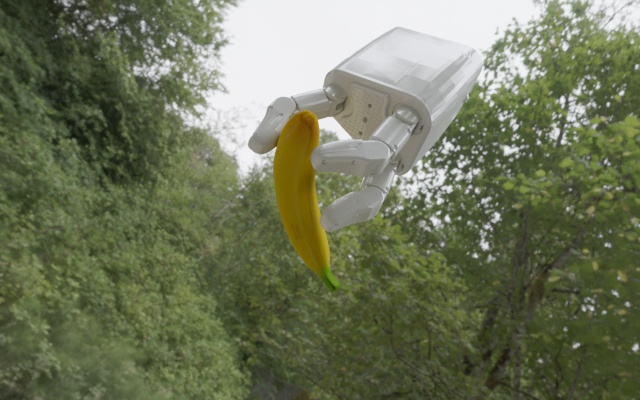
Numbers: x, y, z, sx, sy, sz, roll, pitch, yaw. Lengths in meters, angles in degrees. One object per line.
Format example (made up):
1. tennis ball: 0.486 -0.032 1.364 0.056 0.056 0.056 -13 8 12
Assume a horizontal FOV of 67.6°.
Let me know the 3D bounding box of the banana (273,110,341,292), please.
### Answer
1. banana: -0.013 -0.003 0.436 0.069 0.198 0.037 26 52 36
